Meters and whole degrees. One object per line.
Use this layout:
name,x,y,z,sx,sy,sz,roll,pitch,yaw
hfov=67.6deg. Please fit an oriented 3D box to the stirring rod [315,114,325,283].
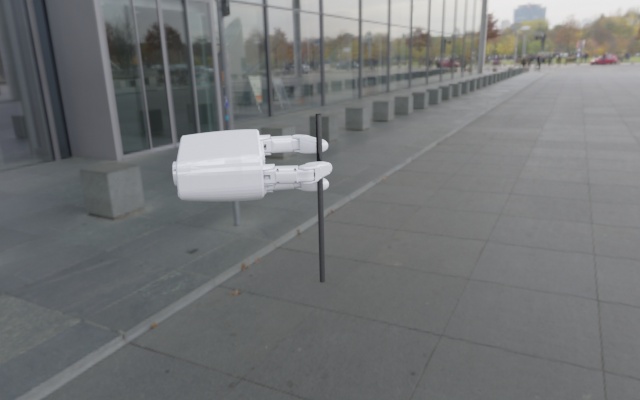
stirring rod,0.000,0.002,0.660,0.011,0.239,0.011,-1,16,0
